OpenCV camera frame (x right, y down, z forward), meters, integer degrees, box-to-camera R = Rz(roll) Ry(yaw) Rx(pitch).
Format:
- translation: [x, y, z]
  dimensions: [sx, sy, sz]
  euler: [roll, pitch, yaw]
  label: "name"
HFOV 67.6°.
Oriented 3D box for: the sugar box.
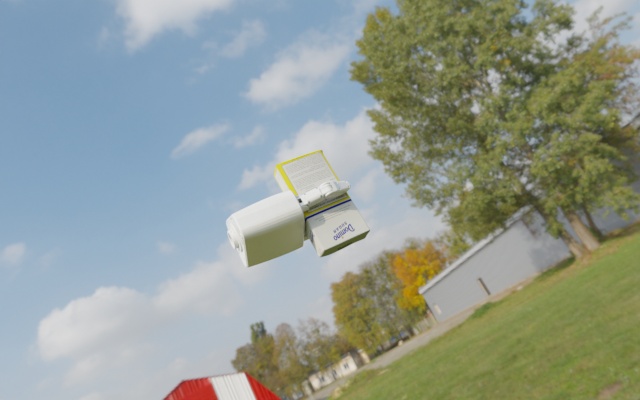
- translation: [0.000, 0.003, 0.822]
  dimensions: [0.093, 0.176, 0.048]
  euler: [-21, -19, -21]
  label: "sugar box"
